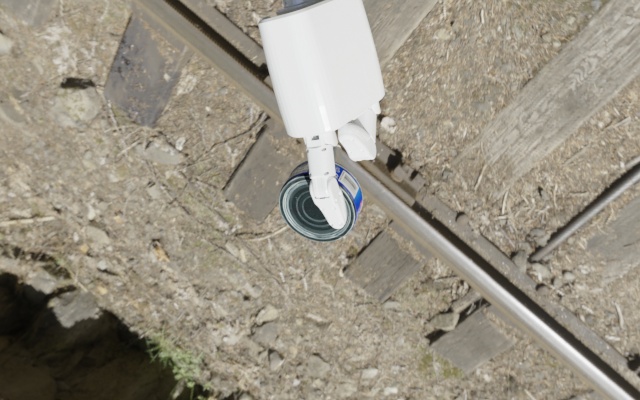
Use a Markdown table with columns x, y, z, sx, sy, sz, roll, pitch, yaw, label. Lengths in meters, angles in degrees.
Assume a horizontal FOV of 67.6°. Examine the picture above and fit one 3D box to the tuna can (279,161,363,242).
| x | y | z | sx | sy | sz | roll | pitch | yaw | label |
| --- | --- | --- | --- | --- | --- | --- | --- | --- | --- |
| 0.000 | 0.002 | 0.504 | 0.086 | 0.086 | 0.033 | 0 | 32 | 19 | tuna can |
